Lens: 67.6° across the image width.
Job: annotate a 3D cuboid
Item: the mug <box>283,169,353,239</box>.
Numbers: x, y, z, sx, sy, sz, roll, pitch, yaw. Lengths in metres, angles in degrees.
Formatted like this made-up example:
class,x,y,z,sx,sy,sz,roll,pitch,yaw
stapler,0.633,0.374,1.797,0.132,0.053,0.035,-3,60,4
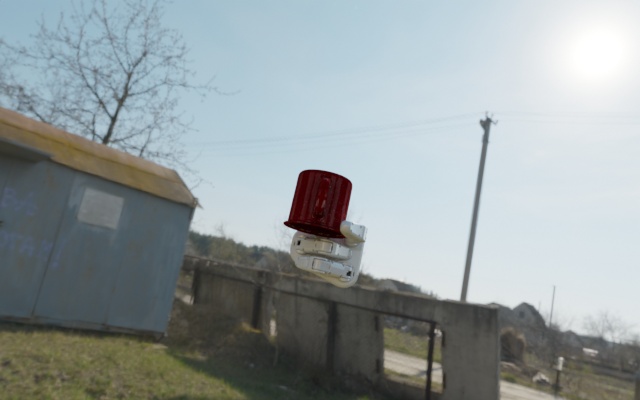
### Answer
class,x,y,z,sx,sy,sz,roll,pitch,yaw
mug,0.000,0.002,0.678,0.093,0.081,0.117,12,-12,3
